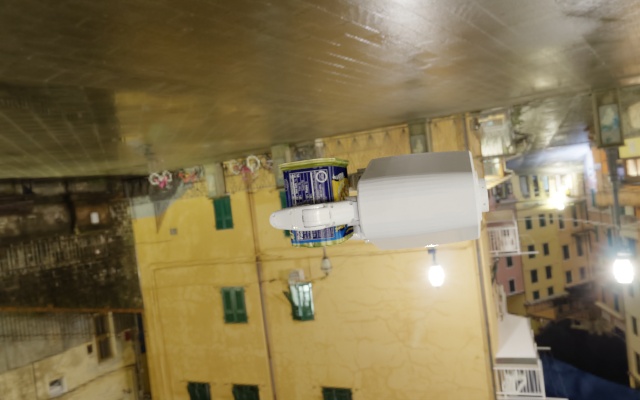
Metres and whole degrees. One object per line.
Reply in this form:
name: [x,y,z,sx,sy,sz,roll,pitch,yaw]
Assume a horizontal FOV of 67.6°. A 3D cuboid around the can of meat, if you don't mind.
can of meat: [0.000,0.002,0.496,0.057,0.084,0.102,-6,1,15]
